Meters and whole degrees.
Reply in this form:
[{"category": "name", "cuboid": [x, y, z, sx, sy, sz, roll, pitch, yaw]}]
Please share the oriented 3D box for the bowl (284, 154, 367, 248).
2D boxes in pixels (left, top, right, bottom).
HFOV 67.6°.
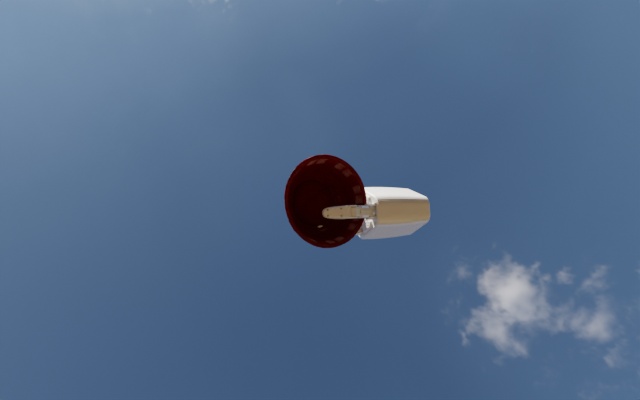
[{"category": "bowl", "cuboid": [-0.001, 0.002, 0.841, 0.162, 0.162, 0.055, 0, -4, -28]}]
